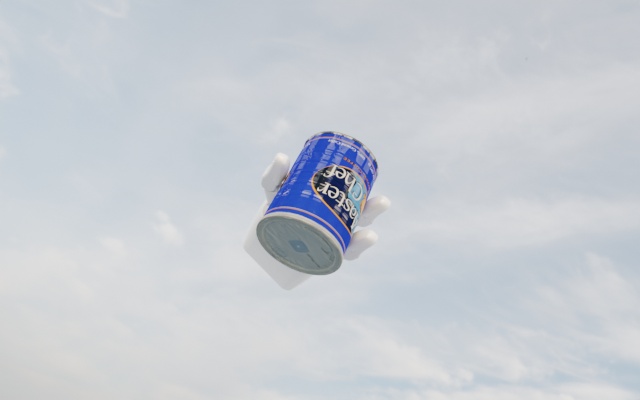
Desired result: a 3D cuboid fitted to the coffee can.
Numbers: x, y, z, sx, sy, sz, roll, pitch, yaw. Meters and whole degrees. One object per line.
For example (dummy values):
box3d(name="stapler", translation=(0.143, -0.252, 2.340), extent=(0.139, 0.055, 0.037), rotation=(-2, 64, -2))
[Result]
box3d(name="coffee can", translation=(0.000, 0.002, 0.565), extent=(0.103, 0.140, 0.103), rotation=(16, -38, 13))
